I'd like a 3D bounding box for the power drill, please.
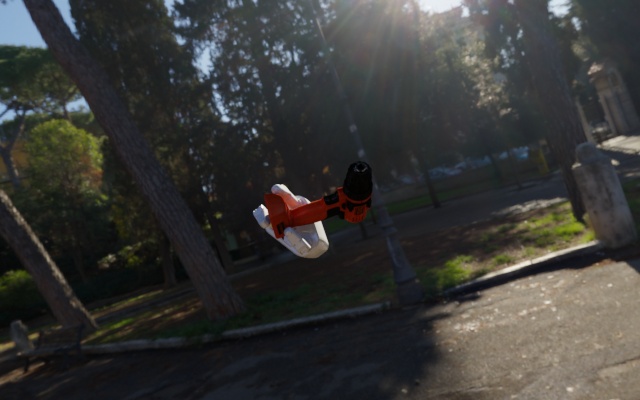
[{"bbox_3d":[0.000,0.003,0.839,0.187,0.057,0.184,-12,-28,-5],"label":"power drill"}]
